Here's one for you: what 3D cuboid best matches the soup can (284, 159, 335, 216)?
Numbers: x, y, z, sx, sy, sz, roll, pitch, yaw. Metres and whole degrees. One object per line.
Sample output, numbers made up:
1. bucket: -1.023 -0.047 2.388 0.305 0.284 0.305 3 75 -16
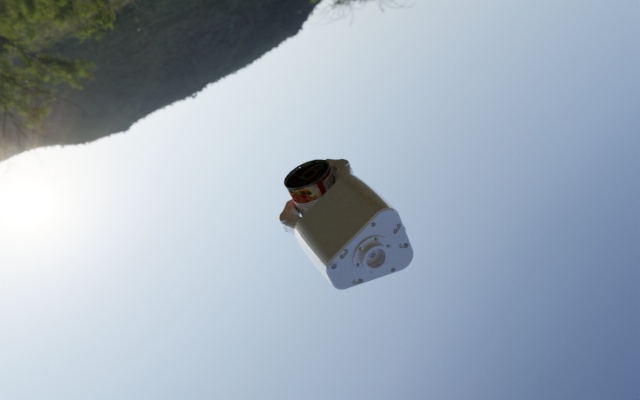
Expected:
1. soup can: 0.000 0.002 0.674 0.068 0.102 0.068 -19 31 12
